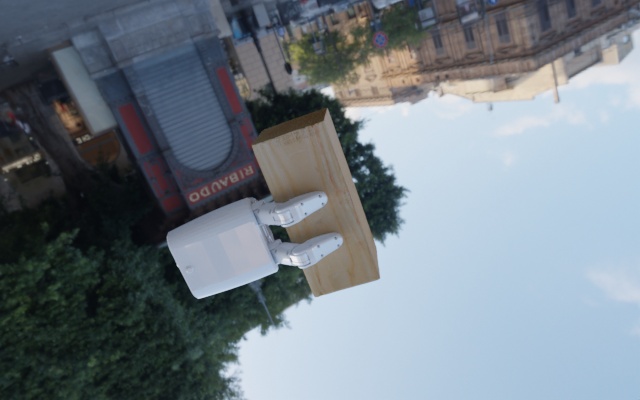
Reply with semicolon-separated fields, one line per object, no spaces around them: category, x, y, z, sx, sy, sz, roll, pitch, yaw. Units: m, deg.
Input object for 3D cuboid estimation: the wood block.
wood block;0.000;0.002;0.597;0.090;0.206;0.090;-18;19;9
